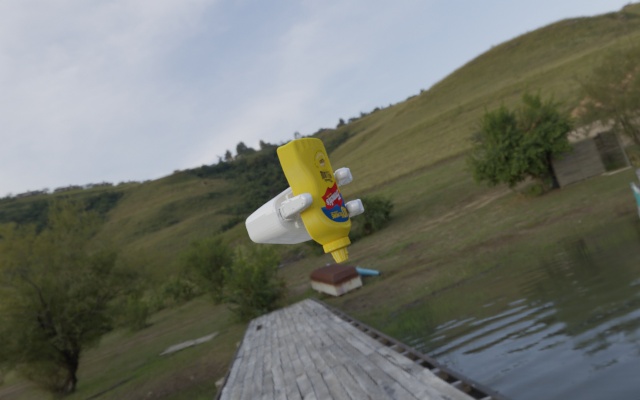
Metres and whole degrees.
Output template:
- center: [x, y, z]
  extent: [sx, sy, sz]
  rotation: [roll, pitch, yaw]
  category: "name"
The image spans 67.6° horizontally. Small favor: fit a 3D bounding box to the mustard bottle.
- center: [0.000, 0.002, 0.725]
  extent: [0.058, 0.191, 0.096]
  rotation: [-23, -6, 26]
  category: "mustard bottle"
